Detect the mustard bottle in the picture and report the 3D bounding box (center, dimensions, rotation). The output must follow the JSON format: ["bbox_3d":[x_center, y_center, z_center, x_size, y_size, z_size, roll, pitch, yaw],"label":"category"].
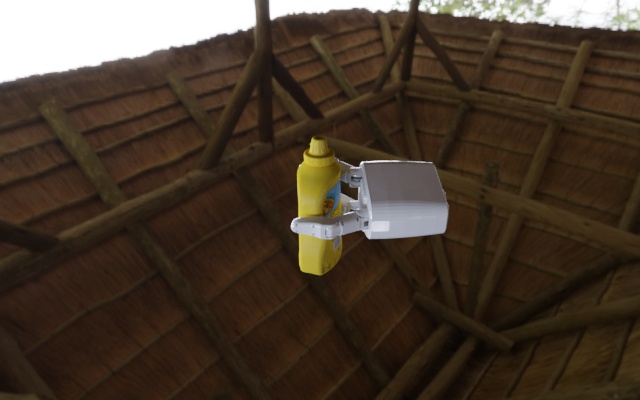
[{"bbox_3d":[0.000,0.002,0.667,0.058,0.192,0.096,10,31,18],"label":"mustard bottle"}]
